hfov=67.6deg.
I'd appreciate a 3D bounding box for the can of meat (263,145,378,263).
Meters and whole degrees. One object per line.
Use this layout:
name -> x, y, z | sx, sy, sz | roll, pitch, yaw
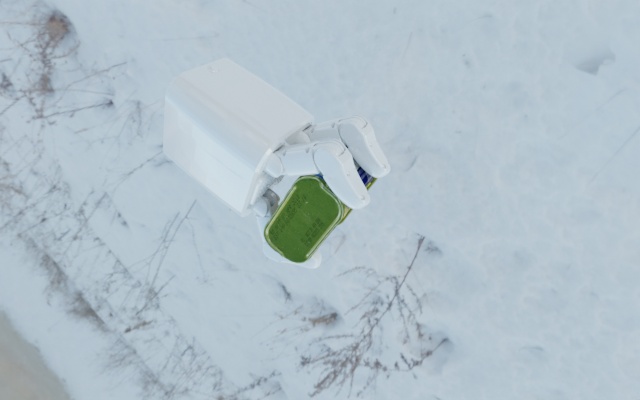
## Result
can of meat -> 0.000, 0.002, 0.450 | 0.057, 0.102, 0.084 | 39, 38, 4
